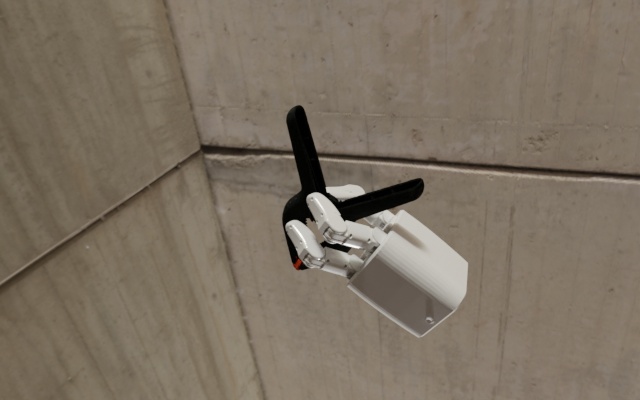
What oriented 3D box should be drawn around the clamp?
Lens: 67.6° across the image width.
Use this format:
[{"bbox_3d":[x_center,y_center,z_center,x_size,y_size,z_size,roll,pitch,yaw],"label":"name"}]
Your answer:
[{"bbox_3d":[0.000,0.002,0.556,0.164,0.210,0.036,38,41,5],"label":"clamp"}]
